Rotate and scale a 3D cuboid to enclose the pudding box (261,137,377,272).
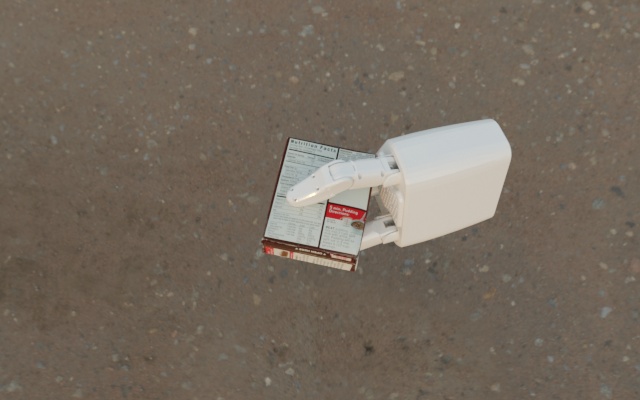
[{"bbox_3d":[0.000,0.001,0.448,0.090,0.113,0.039,11,-27,2],"label":"pudding box"}]
